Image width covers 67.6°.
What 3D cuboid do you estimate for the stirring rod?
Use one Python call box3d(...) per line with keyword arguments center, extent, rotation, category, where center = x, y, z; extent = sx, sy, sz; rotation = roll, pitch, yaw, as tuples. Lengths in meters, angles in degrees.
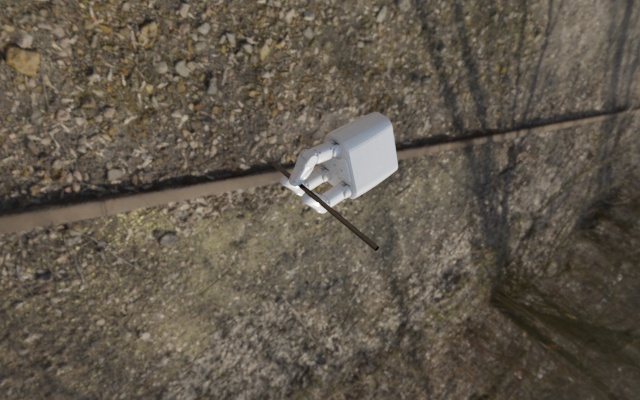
box3d(center=(0.000, 0.002, 0.714), extent=(0.011, 0.011, 0.239), rotation=(0, 32, -49), category="stirring rod")
